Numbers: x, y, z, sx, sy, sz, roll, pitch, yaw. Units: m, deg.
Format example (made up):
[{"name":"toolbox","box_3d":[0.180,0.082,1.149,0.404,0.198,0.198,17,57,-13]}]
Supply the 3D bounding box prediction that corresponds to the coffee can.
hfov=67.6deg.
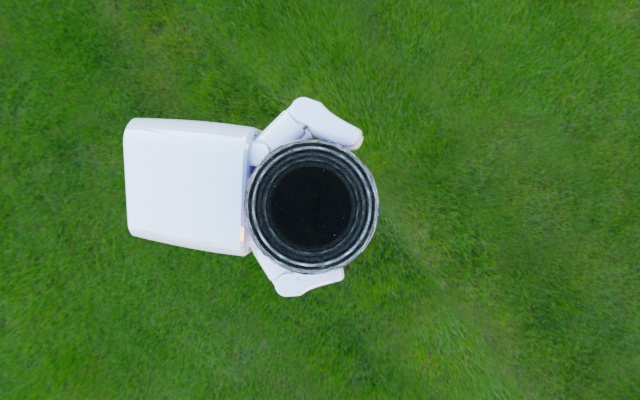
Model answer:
[{"name":"coffee can","box_3d":[0.000,0.001,0.425,0.103,0.103,0.140,0,3,6]}]
